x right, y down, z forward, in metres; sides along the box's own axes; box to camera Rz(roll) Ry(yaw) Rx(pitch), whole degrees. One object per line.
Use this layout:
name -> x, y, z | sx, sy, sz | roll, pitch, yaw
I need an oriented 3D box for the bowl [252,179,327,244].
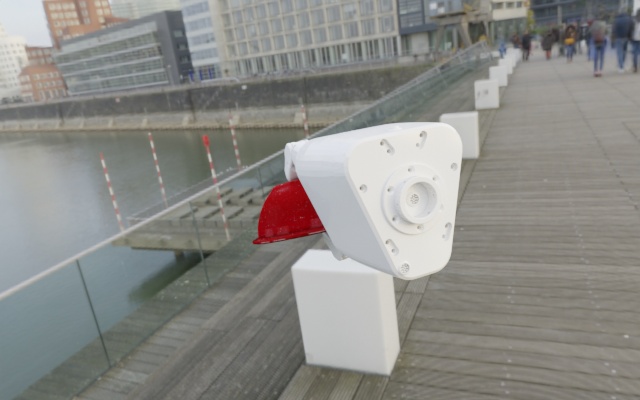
bowl -> -0.001, 0.001, 0.514 | 0.162, 0.055, 0.162 | -14, 0, 0
